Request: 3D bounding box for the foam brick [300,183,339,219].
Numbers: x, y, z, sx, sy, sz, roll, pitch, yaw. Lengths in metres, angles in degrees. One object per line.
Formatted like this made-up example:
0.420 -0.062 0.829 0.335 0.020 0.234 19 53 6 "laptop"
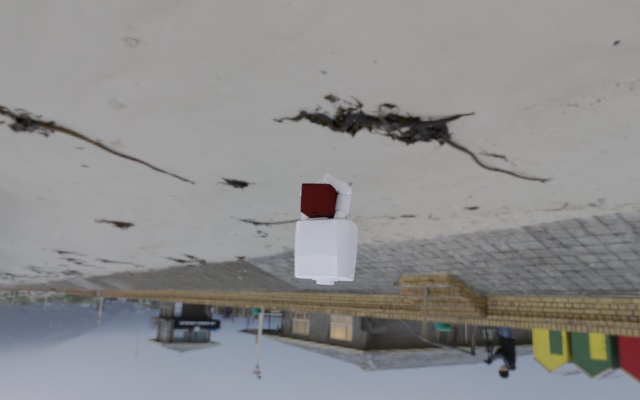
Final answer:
0.000 0.003 0.859 0.053 0.051 0.078 1 -12 16 "foam brick"
